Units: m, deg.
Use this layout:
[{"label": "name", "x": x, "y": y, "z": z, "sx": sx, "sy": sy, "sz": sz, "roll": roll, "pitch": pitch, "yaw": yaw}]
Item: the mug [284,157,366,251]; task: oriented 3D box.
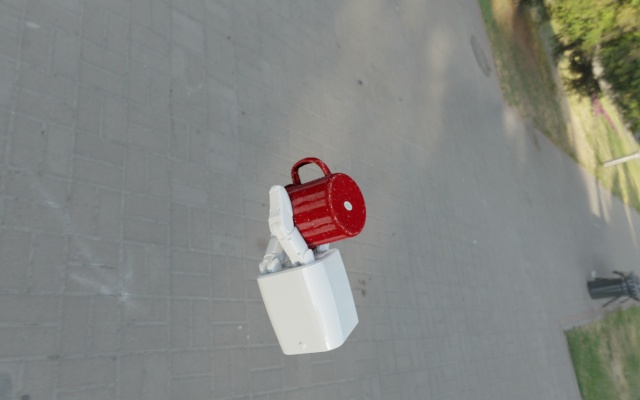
[{"label": "mug", "x": 0.000, "y": 0.001, "z": 0.600, "sx": 0.081, "sy": 0.117, "sz": 0.093, "roll": -17, "pitch": 1, "yaw": 35}]
